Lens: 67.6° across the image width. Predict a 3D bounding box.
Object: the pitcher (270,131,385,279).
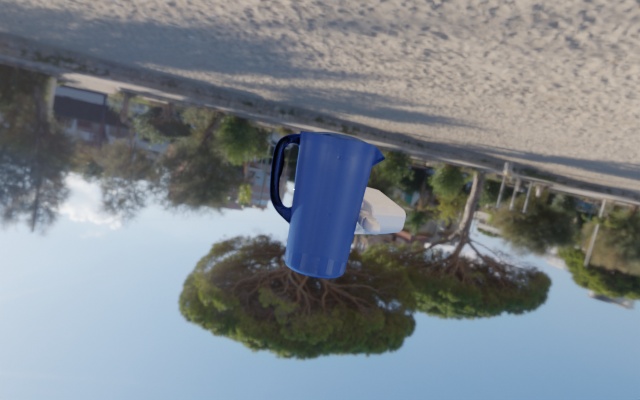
[{"bbox_3d":[0.000,0.003,0.826,0.145,0.243,0.149,4,10,-45],"label":"pitcher"}]
